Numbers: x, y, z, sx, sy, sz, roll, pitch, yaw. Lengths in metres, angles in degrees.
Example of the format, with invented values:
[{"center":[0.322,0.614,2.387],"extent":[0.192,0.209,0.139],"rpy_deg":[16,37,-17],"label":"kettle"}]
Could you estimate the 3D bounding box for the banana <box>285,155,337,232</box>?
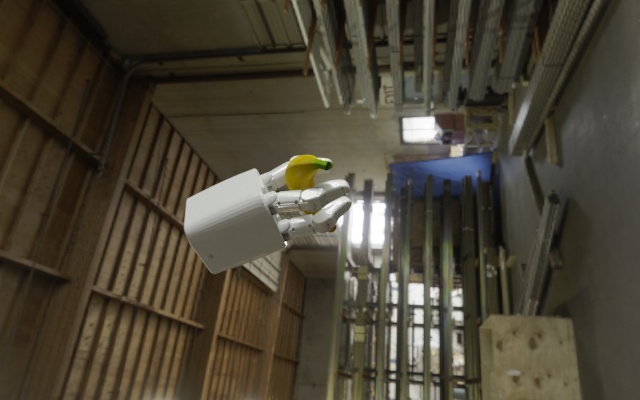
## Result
[{"center":[-0.014,-0.010,0.654],"extent":[0.069,0.037,0.198],"rpy_deg":[39,-16,20],"label":"banana"}]
